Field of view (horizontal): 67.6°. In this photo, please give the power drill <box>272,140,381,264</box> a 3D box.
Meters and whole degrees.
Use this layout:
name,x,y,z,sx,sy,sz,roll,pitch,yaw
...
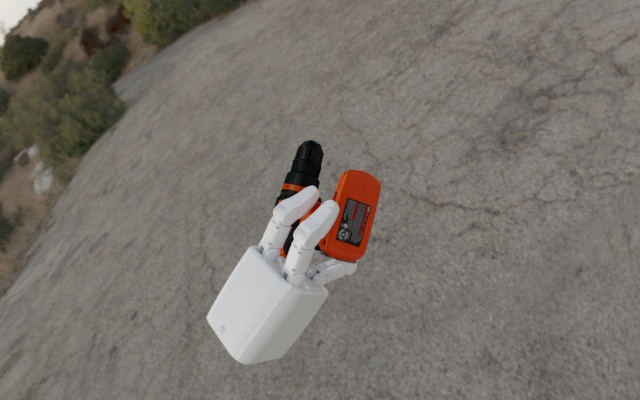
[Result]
name,x,y,z,sx,sy,sz,roll,pitch,yaw
power drill,0.000,0.002,0.626,0.057,0.184,0.187,17,-8,-27
